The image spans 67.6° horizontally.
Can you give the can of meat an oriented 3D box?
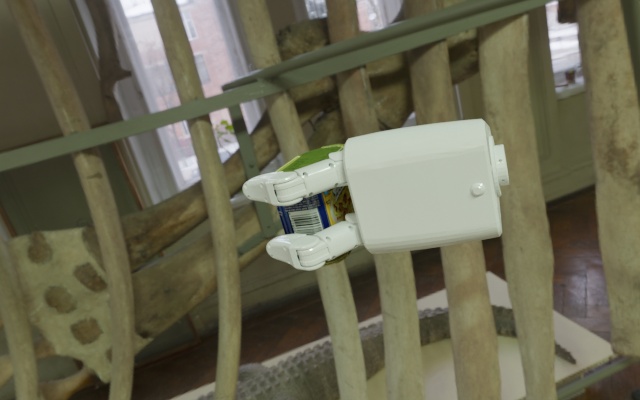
[{"bbox_3d":[0.000,0.001,0.445,0.057,0.084,0.102,-7,19,25],"label":"can of meat"}]
